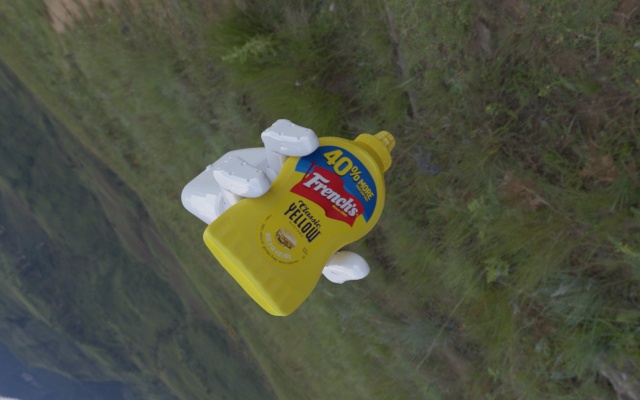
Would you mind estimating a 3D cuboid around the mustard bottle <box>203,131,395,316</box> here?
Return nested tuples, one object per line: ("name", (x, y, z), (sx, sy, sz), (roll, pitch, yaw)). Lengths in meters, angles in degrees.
("mustard bottle", (0.000, 0.002, 0.416), (0.191, 0.096, 0.058), (-43, 4, -23))
